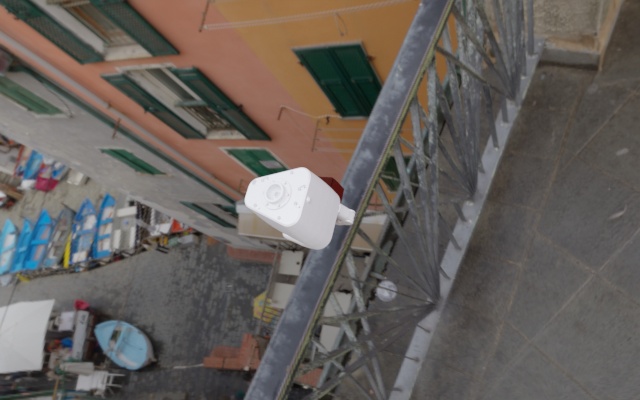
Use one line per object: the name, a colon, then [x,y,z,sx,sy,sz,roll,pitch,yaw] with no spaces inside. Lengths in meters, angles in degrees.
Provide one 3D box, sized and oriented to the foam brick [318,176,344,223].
foam brick: [0.000,0.002,0.816,0.053,0.078,0.051,5,-20,29]
